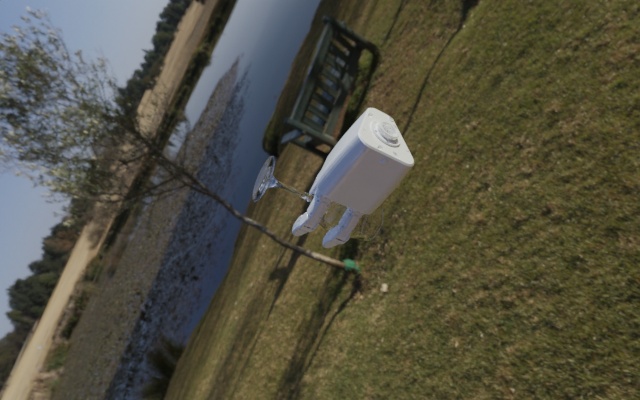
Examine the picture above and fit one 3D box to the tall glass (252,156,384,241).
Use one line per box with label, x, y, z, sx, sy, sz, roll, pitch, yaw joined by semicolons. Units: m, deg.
tall glass;-0.001;0.002;0.749;0.201;0.079;0.079;23;-9;-21
